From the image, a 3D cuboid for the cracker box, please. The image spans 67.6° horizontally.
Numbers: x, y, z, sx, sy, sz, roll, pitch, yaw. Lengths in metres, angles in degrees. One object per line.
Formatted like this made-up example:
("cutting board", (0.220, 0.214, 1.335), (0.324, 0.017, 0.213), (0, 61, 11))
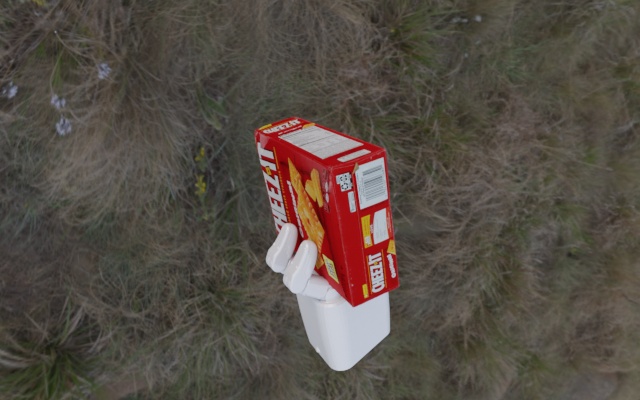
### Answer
("cracker box", (0.000, 0.002, 0.571), (0.072, 0.164, 0.213), (-20, 26, -22))
